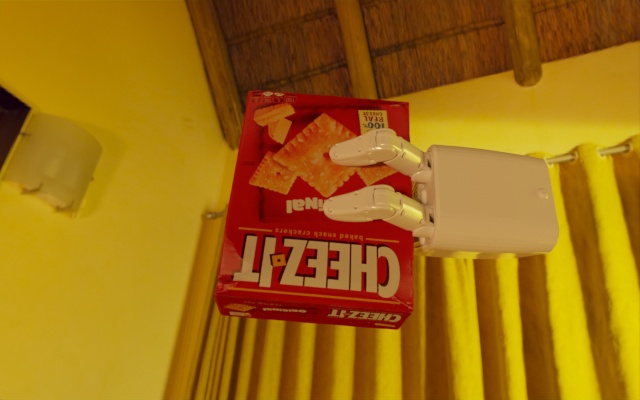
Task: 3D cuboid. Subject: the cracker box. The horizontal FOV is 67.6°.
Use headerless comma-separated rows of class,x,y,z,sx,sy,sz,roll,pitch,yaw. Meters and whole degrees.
cracker box,0.000,0.001,0.449,0.164,0.213,0.072,5,-28,-1
